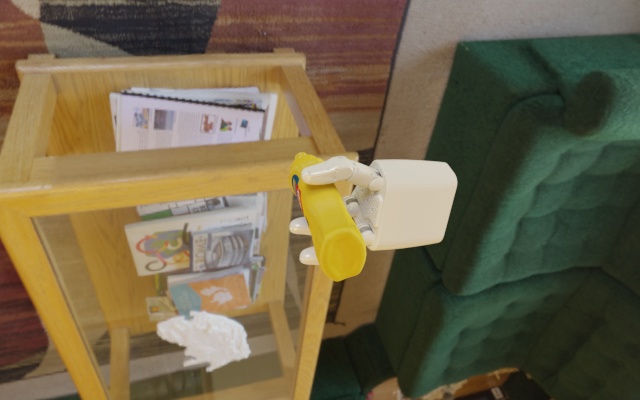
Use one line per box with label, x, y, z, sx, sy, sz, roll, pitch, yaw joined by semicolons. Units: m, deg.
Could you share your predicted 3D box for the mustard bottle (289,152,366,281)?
mustard bottle;0.000;0.002;0.610;0.058;0.191;0.096;-19;-43;-3
